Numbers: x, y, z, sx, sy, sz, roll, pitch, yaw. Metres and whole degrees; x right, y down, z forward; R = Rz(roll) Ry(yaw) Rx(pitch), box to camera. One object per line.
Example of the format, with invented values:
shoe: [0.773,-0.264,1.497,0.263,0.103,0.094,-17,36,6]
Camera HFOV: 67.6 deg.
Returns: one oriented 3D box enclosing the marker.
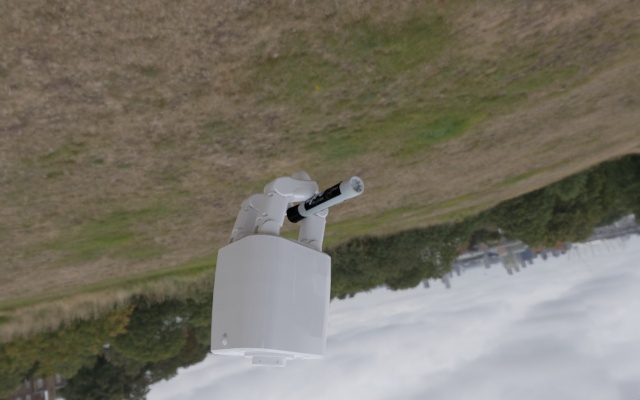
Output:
marker: [0.000,0.002,0.501,0.020,0.020,0.121,0,-16,-37]
